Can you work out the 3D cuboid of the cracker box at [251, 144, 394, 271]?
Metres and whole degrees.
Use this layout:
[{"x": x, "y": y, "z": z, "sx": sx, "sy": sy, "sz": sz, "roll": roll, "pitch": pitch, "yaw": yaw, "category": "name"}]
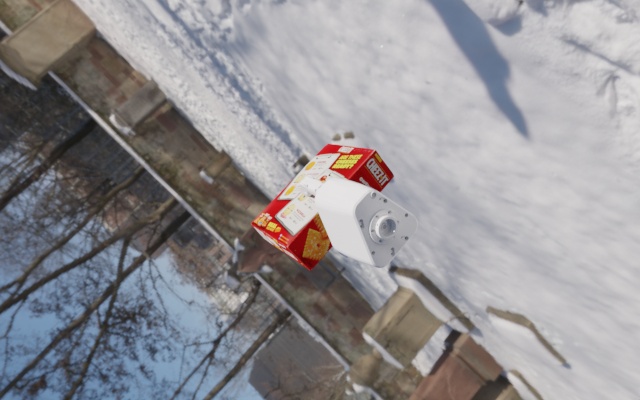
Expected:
[{"x": 0.000, "y": 0.003, "z": 0.825, "sx": 0.072, "sy": 0.213, "sz": 0.164, "roll": 50, "pitch": -14, "yaw": -27, "category": "cracker box"}]
